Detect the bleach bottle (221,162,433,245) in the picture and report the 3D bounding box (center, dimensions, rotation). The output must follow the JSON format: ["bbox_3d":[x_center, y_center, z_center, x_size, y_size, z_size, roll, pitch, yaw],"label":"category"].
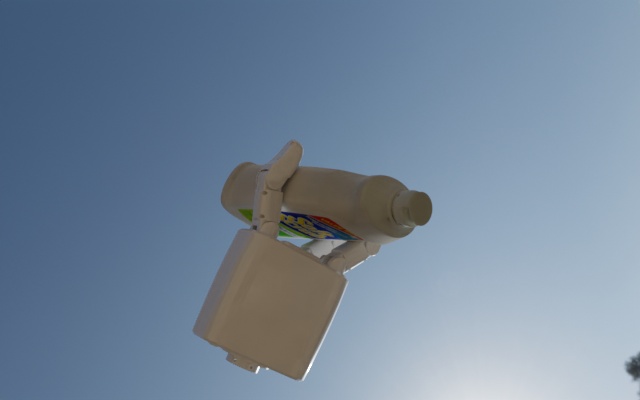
[{"bbox_3d":[0.000,0.002,0.481,0.103,0.068,0.251,37,-21,-31],"label":"bleach bottle"}]
